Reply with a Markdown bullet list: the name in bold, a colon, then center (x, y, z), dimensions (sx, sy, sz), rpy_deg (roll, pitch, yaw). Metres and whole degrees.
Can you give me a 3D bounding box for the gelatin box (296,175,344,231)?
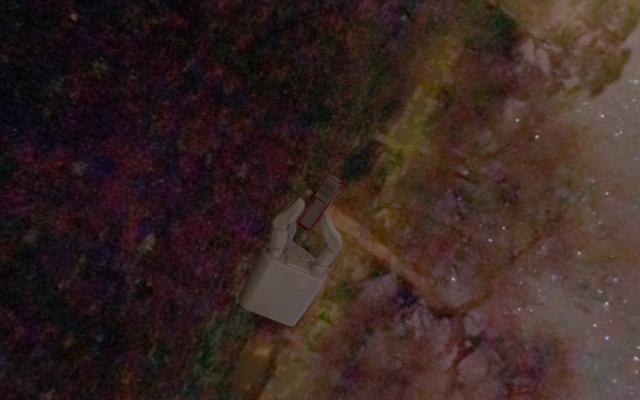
- **gelatin box**: center (0.001, 0.002, 0.751), dimensions (0.030, 0.089, 0.073), rpy_deg (35, 7, 3)
